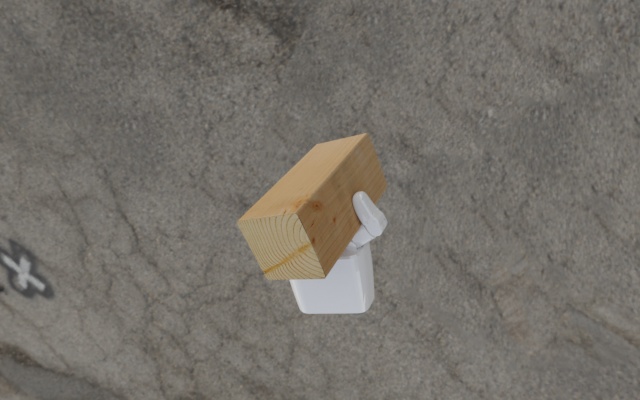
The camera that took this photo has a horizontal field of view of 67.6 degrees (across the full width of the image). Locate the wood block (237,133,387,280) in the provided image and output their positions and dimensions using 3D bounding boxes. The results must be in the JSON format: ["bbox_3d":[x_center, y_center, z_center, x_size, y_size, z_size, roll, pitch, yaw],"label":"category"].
[{"bbox_3d":[0.000,0.002,0.615,0.091,0.090,0.206,-7,27,34],"label":"wood block"}]
